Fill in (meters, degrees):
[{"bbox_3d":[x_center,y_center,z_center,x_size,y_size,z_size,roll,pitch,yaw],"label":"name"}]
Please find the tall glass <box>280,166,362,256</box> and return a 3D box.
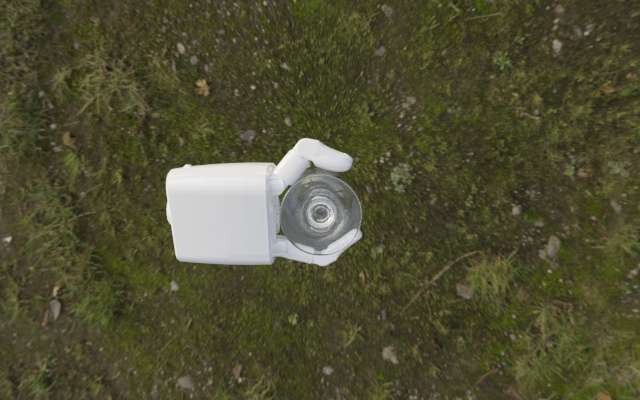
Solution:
[{"bbox_3d":[0.000,0.002,0.528,0.079,0.079,0.201,0,7,0],"label":"tall glass"}]
